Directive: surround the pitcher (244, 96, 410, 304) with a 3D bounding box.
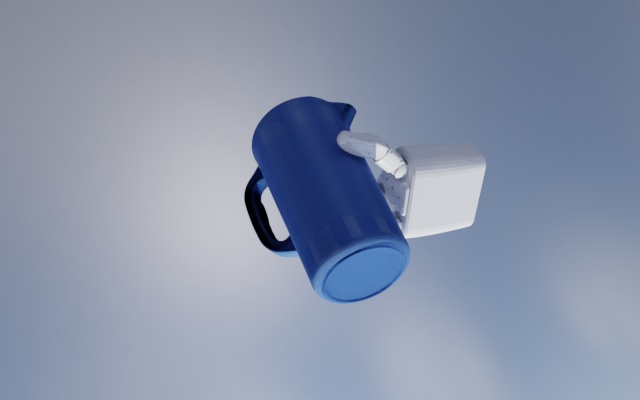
[{"bbox_3d":[0.000,0.002,0.566,0.145,0.149,0.242,-5,44,-20],"label":"pitcher"}]
